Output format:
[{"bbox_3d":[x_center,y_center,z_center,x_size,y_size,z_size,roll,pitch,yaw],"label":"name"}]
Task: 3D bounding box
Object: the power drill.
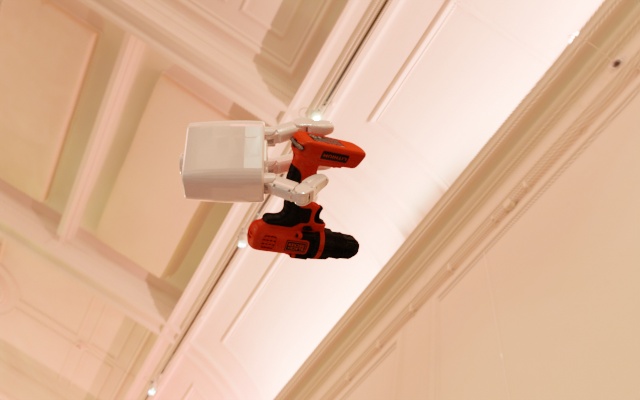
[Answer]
[{"bbox_3d":[0.000,0.002,0.705,0.184,0.188,0.057,9,20,-28],"label":"power drill"}]
